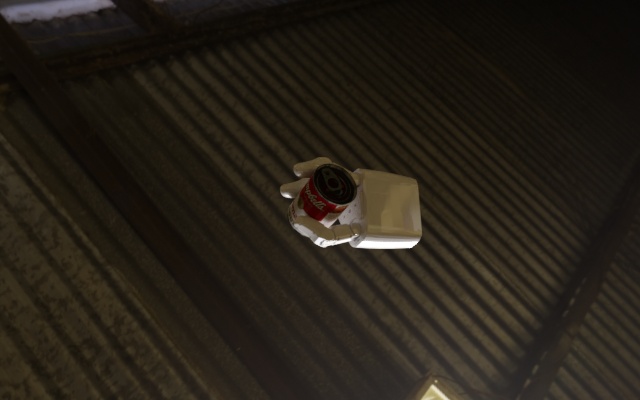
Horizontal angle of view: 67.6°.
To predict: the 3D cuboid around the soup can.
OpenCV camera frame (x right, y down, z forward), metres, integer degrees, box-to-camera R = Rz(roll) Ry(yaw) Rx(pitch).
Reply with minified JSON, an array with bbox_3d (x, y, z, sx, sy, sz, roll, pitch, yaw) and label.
[{"bbox_3d":[0.000,0.003,0.697,0.068,0.068,0.102,0,-31,-29],"label":"soup can"}]
